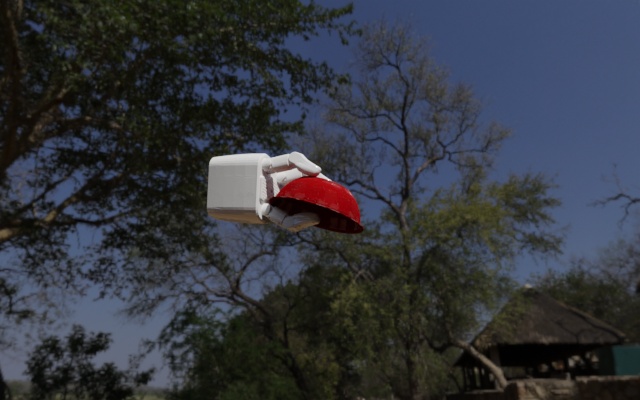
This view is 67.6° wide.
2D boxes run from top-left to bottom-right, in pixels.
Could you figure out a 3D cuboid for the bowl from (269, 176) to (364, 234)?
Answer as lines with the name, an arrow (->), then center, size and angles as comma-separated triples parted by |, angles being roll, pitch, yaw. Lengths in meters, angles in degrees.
bowl -> 0.002, 0.003, 0.787 | 0.162, 0.055, 0.162 | 17, -14, 5
